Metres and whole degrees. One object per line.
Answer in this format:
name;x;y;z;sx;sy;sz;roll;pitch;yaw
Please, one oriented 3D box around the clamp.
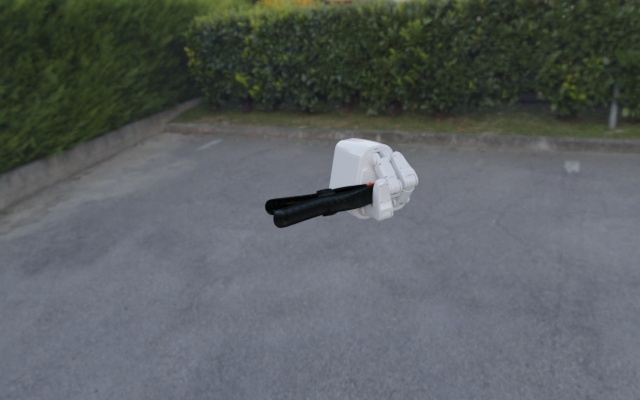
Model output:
clamp;0.000;0.002;0.689;0.171;0.039;0.120;-11;16;-20
